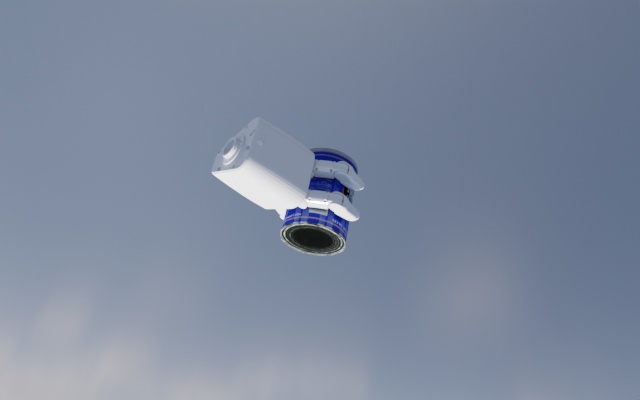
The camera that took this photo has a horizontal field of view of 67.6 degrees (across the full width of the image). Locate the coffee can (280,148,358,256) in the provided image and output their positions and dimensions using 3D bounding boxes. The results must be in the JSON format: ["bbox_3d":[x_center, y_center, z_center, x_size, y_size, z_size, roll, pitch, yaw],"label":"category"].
[{"bbox_3d":[0.000,0.002,0.760,0.103,0.140,0.103,8,-31,5],"label":"coffee can"}]
